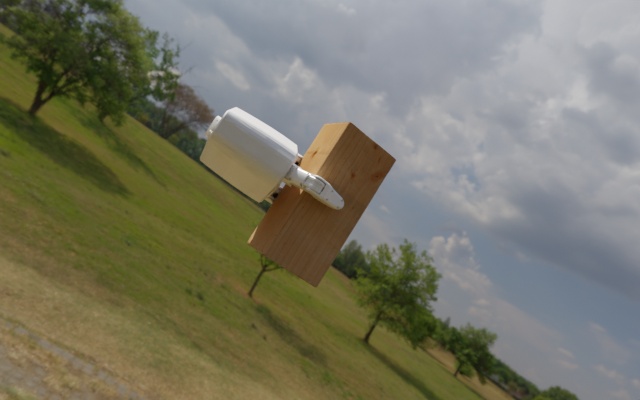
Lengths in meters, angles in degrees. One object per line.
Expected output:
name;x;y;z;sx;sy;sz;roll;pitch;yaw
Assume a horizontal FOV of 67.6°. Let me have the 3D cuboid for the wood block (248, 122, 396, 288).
wood block;0.000;0.002;0.663;0.090;0.206;0.091;36;-8;-23
